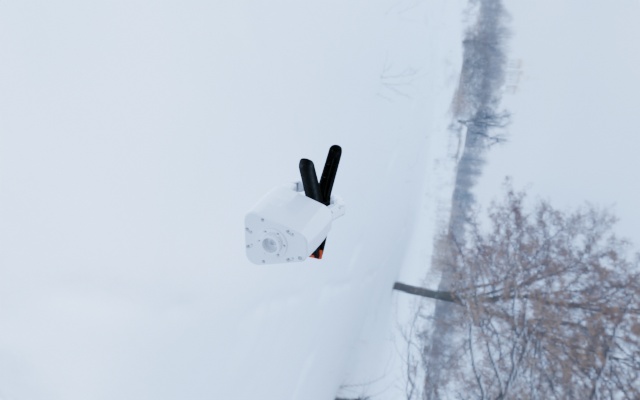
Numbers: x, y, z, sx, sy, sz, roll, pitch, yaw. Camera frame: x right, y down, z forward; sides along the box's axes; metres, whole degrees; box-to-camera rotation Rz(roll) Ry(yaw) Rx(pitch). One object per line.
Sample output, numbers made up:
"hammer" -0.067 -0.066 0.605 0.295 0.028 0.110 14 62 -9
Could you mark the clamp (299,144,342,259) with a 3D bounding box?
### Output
"clamp" 0.001 0.004 0.862 0.036 0.210 0.164 11 25 20
